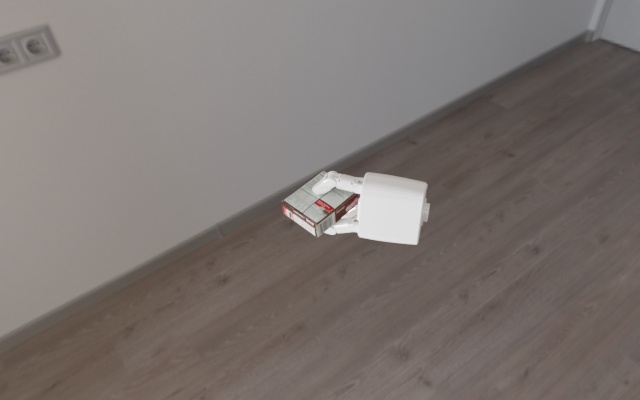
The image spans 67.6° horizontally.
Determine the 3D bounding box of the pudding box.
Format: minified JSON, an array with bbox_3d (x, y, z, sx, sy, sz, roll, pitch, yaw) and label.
[{"bbox_3d":[0.000,0.003,0.869,0.090,0.039,0.113,33,55,31],"label":"pudding box"}]
